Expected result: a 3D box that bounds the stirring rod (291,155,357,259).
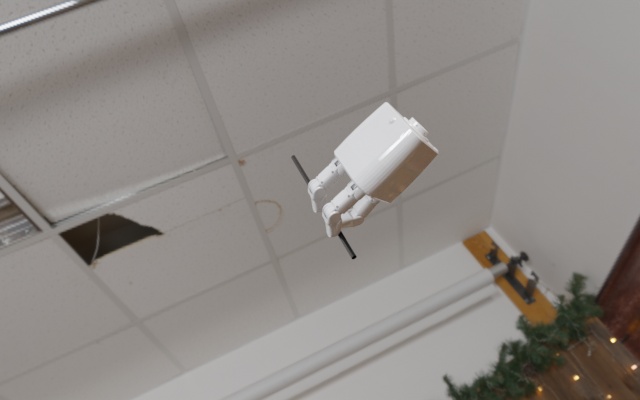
[{"bbox_3d":[0.000,0.003,0.753,0.011,0.011,0.239,0,41,-31],"label":"stirring rod"}]
